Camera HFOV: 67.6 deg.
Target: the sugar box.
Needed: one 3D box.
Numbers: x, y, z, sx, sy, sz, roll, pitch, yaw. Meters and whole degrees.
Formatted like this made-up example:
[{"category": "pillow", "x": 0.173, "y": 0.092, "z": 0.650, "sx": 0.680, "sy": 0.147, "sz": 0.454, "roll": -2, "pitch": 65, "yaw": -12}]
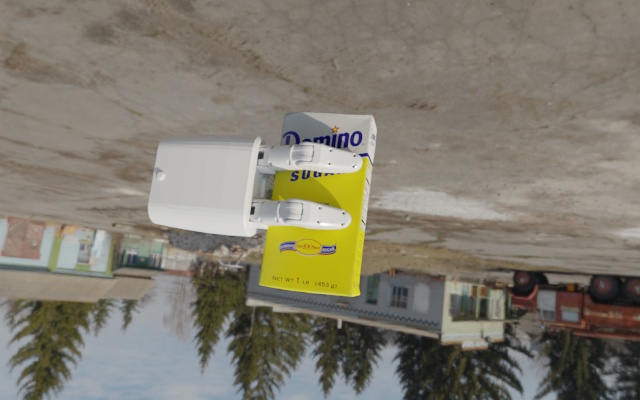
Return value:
[{"category": "sugar box", "x": 0.000, "y": 0.002, "z": 0.471, "sx": 0.093, "sy": 0.176, "sz": 0.048, "roll": 4, "pitch": -10, "yaw": 14}]
